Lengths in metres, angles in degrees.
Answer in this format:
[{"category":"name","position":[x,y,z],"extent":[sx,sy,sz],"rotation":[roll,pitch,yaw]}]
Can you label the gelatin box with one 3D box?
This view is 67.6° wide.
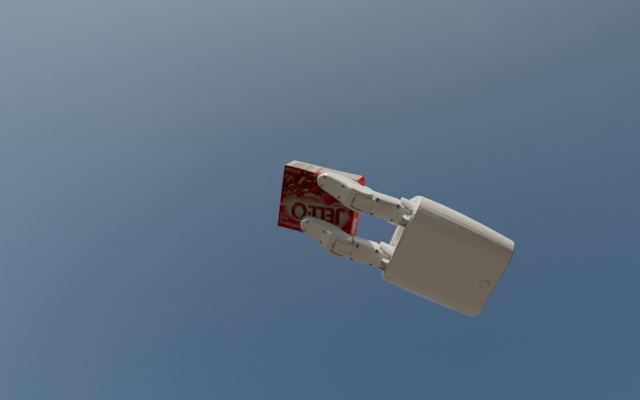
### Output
[{"category":"gelatin box","position":[0.000,0.002,0.529],"extent":[0.089,0.073,0.030],"rotation":[14,19,18]}]
